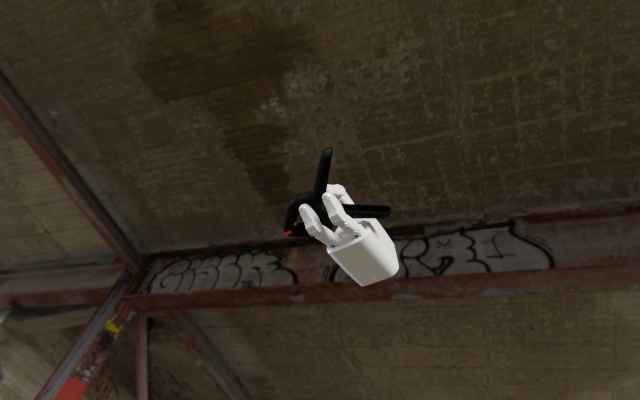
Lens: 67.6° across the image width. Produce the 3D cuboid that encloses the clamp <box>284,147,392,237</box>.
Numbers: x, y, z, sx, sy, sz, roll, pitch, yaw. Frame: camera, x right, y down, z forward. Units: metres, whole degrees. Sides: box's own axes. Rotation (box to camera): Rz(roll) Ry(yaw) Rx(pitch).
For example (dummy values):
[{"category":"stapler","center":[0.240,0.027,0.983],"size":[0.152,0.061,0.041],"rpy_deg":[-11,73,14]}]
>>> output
[{"category":"clamp","center":[0.000,0.003,0.866],"size":[0.210,0.164,0.036],"rpy_deg":[-27,23,32]}]
